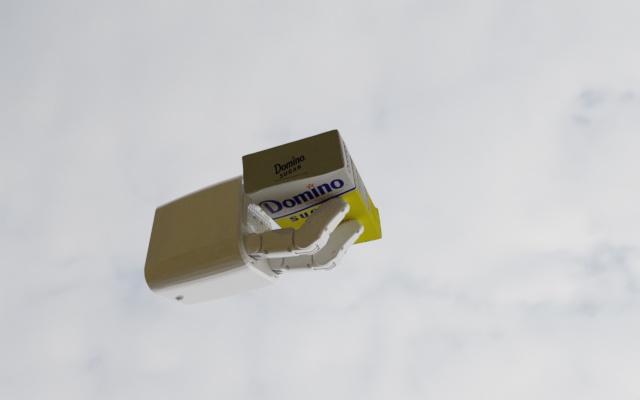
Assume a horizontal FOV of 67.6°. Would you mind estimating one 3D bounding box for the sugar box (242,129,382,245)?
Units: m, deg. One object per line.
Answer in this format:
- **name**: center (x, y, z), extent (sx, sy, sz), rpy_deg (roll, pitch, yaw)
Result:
- **sugar box**: center (0.000, 0.002, 0.481), extent (0.093, 0.048, 0.176), rpy_deg (-15, -25, 13)
